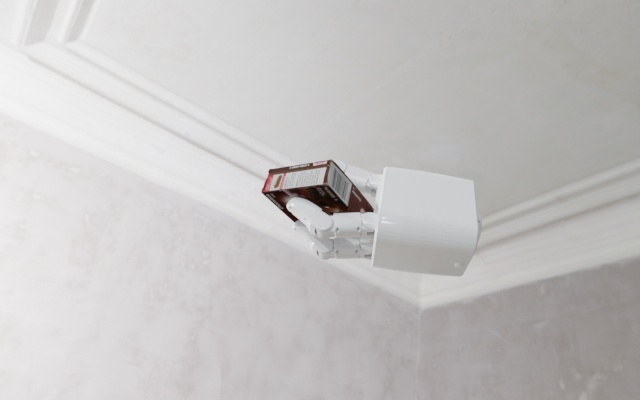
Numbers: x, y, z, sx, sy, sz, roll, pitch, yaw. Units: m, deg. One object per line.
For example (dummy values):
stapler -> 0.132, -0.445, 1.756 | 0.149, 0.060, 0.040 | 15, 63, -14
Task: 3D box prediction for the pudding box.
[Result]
pudding box -> 0.000, 0.002, 0.563 | 0.090, 0.039, 0.113 | -7, -37, 32
